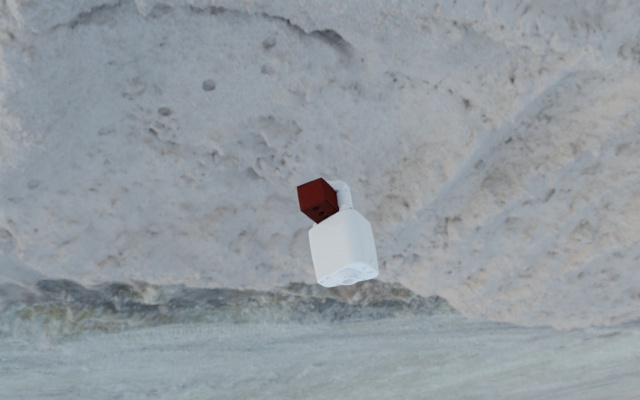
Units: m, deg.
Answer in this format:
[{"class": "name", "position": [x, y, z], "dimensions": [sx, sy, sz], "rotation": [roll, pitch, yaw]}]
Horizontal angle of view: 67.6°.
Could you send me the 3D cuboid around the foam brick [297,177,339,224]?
[{"class": "foam brick", "position": [0.000, 0.003, 0.872], "dimensions": [0.053, 0.051, 0.078], "rotation": [-21, -33, 20]}]
